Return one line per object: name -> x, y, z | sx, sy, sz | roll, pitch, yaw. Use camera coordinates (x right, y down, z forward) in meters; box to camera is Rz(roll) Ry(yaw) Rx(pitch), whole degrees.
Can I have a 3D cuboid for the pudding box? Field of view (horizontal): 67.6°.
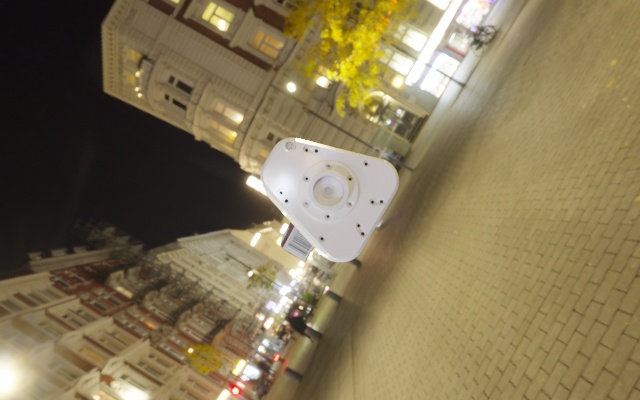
pudding box -> 0.000, 0.002, 0.559 | 0.039, 0.113, 0.090 | 30, 25, -3
